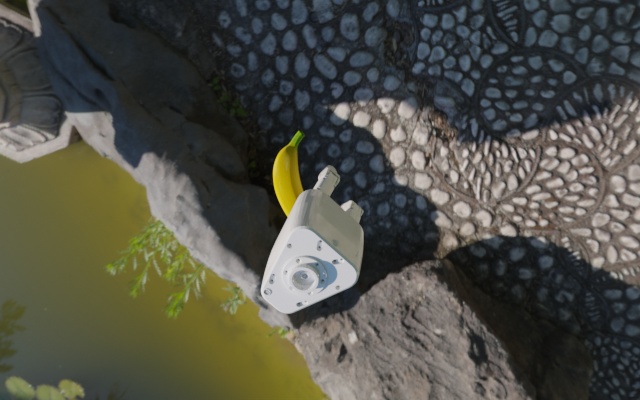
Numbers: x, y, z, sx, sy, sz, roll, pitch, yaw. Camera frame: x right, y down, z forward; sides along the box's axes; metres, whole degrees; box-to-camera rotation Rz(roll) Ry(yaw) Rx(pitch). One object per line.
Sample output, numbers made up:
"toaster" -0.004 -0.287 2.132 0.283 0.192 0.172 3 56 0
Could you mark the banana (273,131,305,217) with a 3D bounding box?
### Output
"banana" -0.018 0.006 0.674 0.069 0.198 0.037 -21 17 8
